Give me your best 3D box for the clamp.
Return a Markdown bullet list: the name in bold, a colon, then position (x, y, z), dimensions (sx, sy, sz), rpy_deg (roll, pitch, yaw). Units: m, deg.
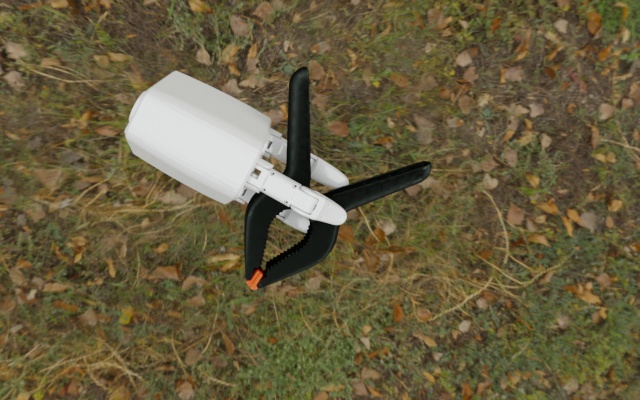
- **clamp**: position (0.000, 0.002, 0.467), dimensions (0.164, 0.210, 0.036), rpy_deg (28, 6, -11)
